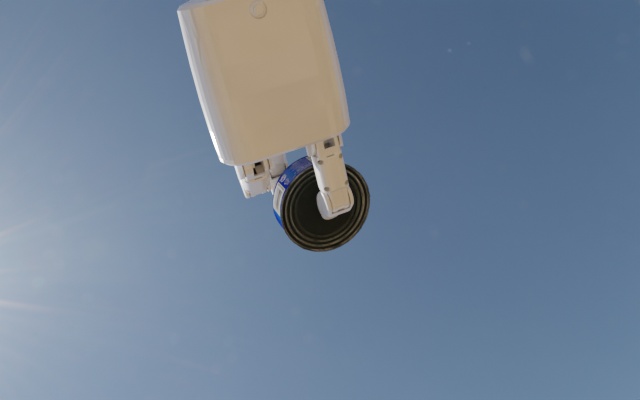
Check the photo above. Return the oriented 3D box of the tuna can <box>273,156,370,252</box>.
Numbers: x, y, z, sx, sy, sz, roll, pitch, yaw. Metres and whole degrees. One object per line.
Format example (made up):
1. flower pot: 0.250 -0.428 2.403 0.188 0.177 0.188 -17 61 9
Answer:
1. tuna can: 0.000 0.001 0.439 0.086 0.086 0.033 0 20 -22
